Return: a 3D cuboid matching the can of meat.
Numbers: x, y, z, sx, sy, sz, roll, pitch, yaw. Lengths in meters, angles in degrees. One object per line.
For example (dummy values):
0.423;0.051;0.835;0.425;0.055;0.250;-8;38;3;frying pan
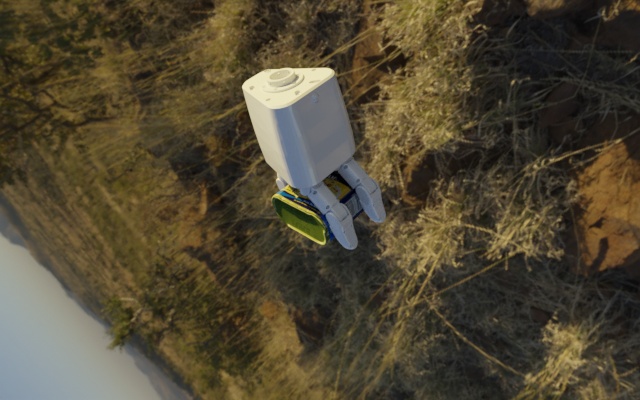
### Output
0.000;0.002;0.617;0.102;0.057;0.084;25;53;38;can of meat
